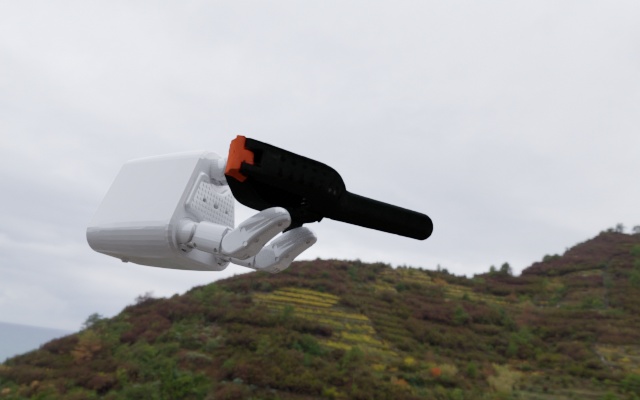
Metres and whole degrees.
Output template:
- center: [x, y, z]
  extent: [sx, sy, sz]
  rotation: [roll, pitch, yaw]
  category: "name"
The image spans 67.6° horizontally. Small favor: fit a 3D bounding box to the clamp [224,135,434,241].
- center: [0.000, 0.000, 0.411]
  extent: [0.164, 0.036, 0.210]
  rotation: [-3, -21, 23]
  category: "clamp"
